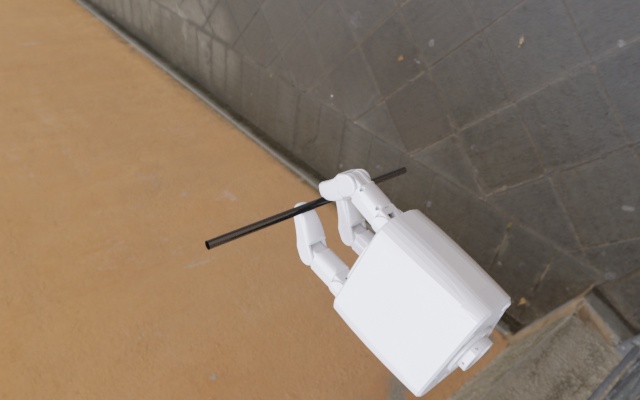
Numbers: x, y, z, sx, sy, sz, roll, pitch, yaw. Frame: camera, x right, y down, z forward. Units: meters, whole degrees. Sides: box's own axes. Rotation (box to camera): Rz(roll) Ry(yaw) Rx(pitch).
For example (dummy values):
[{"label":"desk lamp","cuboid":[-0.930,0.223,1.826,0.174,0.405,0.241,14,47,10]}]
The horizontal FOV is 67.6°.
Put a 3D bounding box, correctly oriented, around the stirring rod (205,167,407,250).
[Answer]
[{"label":"stirring rod","cuboid":[0.000,0.001,0.457,0.239,0.011,0.011,-21,12,-35]}]
